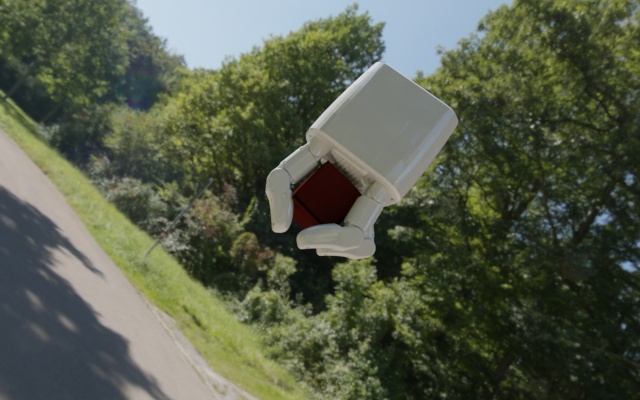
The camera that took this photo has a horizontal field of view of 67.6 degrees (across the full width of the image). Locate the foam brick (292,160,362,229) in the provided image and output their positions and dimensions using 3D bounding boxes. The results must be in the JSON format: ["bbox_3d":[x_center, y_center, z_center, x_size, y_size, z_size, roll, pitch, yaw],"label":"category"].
[{"bbox_3d":[0.000,0.002,0.489,0.053,0.051,0.078,45,-15,-5],"label":"foam brick"}]
